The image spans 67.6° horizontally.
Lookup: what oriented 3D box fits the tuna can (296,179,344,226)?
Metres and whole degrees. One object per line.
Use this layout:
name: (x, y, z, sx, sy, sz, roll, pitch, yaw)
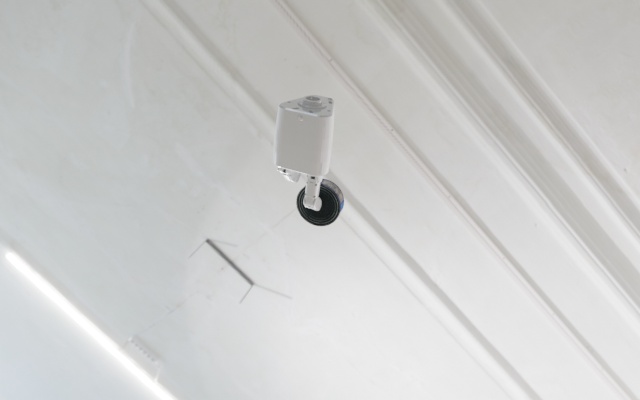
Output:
tuna can: (0.000, 0.003, 0.893, 0.086, 0.086, 0.033, 0, 23, 19)
